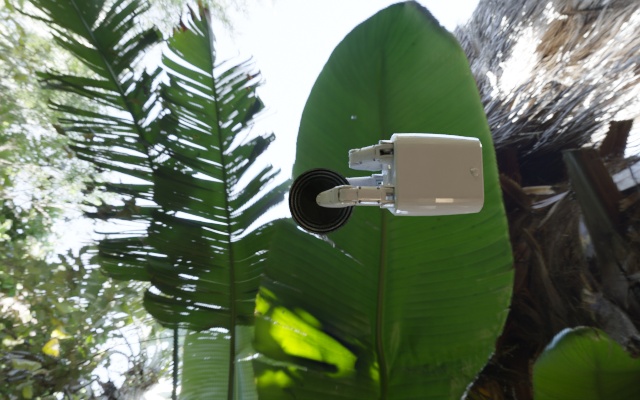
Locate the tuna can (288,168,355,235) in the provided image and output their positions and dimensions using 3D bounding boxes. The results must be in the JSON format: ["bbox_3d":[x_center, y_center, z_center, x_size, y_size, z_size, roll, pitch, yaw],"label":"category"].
[{"bbox_3d":[0.000,0.002,0.622,0.086,0.086,0.034,0,-6,-4],"label":"tuna can"}]
